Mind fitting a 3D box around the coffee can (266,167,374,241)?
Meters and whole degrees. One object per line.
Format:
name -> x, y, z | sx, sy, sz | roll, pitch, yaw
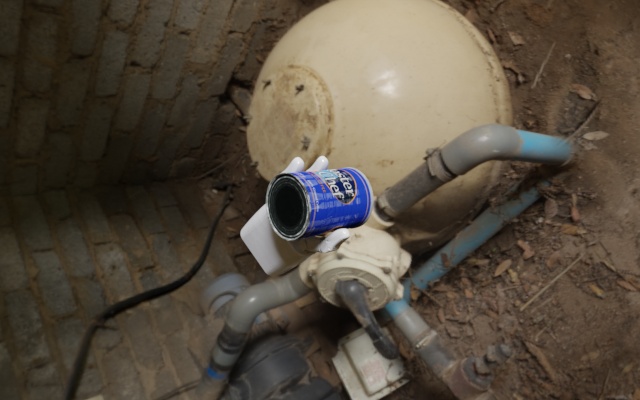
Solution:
coffee can -> 0.000, 0.002, 0.753 | 0.140, 0.103, 0.103 | -8, 5, -43
